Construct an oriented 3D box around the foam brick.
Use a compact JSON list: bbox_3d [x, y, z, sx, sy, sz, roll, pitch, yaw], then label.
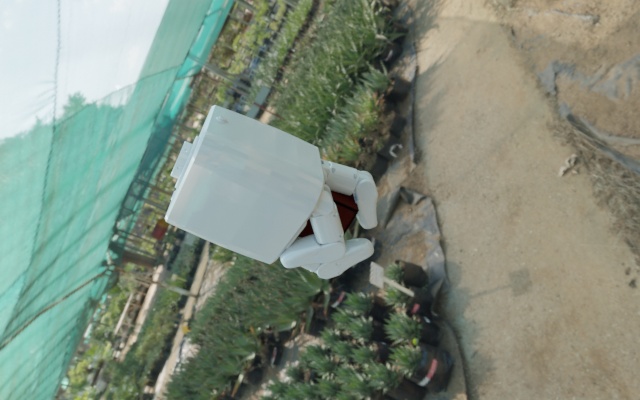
[{"bbox_3d":[0.000,0.002,0.486,0.051,0.053,0.078,22,25,-17],"label":"foam brick"}]
